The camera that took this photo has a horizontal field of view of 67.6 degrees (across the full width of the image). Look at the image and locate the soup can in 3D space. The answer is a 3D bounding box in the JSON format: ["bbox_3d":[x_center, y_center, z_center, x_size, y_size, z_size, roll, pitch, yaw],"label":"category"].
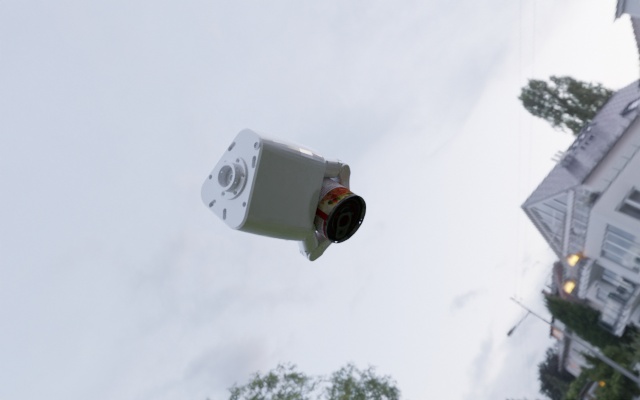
[{"bbox_3d":[0.000,0.002,0.621,0.068,0.068,0.102,0,26,-46],"label":"soup can"}]
